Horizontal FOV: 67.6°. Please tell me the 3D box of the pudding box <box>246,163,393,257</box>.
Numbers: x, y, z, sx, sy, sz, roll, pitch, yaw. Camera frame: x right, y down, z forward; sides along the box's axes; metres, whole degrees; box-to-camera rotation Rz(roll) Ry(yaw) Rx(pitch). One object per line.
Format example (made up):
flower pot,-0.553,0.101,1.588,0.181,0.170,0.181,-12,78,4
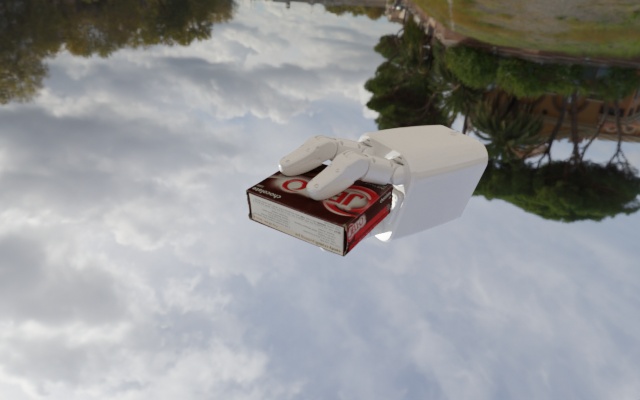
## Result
pudding box,0.000,0.002,0.459,0.113,0.039,0.090,17,33,29
